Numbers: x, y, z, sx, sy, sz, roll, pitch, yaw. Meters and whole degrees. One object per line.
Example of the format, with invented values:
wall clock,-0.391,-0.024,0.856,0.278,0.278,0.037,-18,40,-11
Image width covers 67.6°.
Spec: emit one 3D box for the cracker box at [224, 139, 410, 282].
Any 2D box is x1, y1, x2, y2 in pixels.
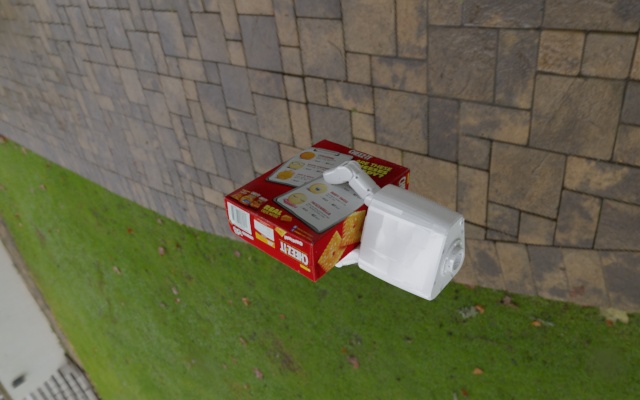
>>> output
cracker box,0.000,0.002,0.677,0.164,0.072,0.213,24,43,34
